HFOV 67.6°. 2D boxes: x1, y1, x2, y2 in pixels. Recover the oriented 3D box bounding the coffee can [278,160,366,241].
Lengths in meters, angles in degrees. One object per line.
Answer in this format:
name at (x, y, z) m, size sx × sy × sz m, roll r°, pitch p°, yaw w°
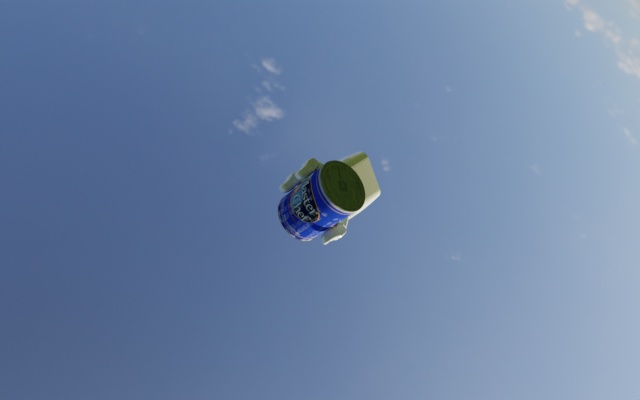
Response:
coffee can at (0.000, 0.003, 0.891) m, size 0.103 × 0.102 × 0.140 m, roll 0°, pitch -25°, yaw -41°
